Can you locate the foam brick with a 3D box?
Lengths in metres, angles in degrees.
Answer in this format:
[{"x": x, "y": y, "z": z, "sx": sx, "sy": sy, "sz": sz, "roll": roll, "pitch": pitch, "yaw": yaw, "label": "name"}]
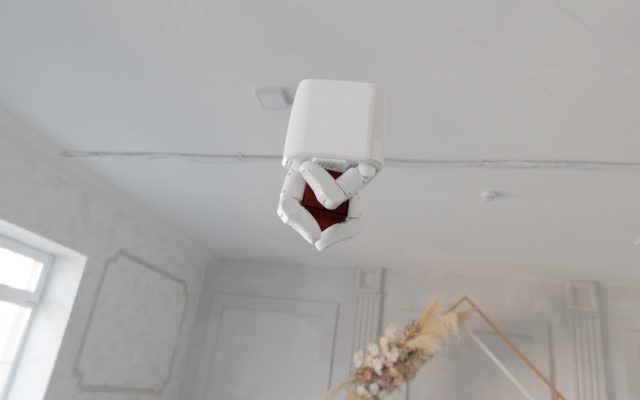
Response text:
[{"x": 0.000, "y": 0.002, "z": 0.572, "sx": 0.053, "sy": 0.051, "sz": 0.078, "roll": 11, "pitch": -22, "yaw": -12, "label": "foam brick"}]
